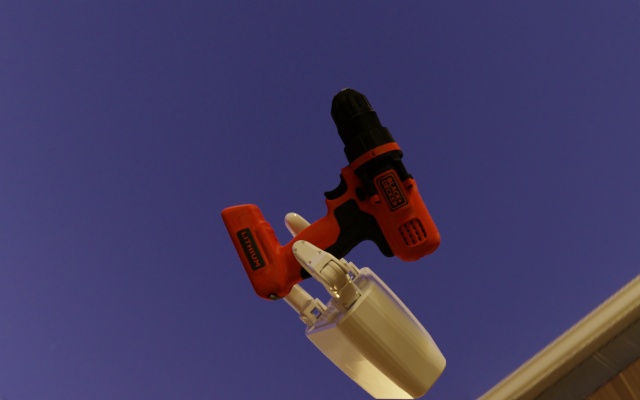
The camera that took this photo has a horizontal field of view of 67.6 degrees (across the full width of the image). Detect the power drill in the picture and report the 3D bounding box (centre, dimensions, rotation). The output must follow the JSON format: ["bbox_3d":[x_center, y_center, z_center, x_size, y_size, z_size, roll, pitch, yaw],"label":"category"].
[{"bbox_3d":[0.000,0.002,0.476,0.187,0.184,0.057,-27,-12,8],"label":"power drill"}]
